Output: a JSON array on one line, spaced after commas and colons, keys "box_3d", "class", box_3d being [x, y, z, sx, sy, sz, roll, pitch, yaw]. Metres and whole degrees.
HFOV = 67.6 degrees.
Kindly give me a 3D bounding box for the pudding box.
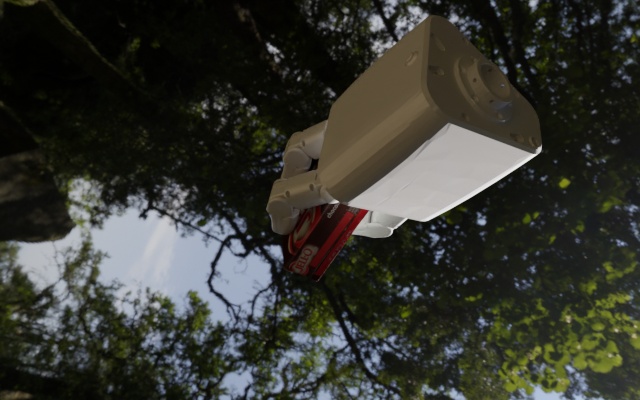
[{"box_3d": [0.000, 0.001, 0.425, 0.039, 0.090, 0.113, 26, 24, -19], "class": "pudding box"}]
